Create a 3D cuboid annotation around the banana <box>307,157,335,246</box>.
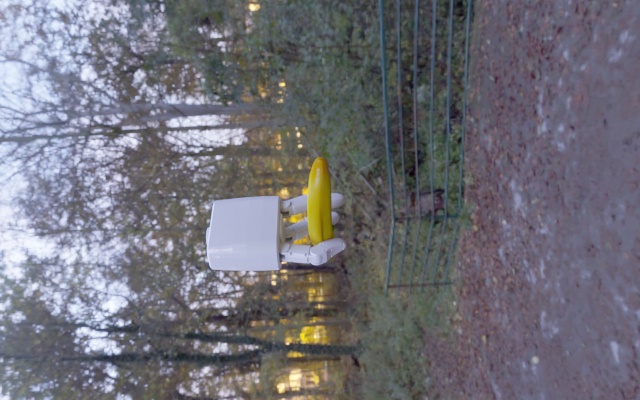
[{"bbox_3d":[0.000,0.020,0.711,0.037,0.069,0.198,-1,-33,3],"label":"banana"}]
